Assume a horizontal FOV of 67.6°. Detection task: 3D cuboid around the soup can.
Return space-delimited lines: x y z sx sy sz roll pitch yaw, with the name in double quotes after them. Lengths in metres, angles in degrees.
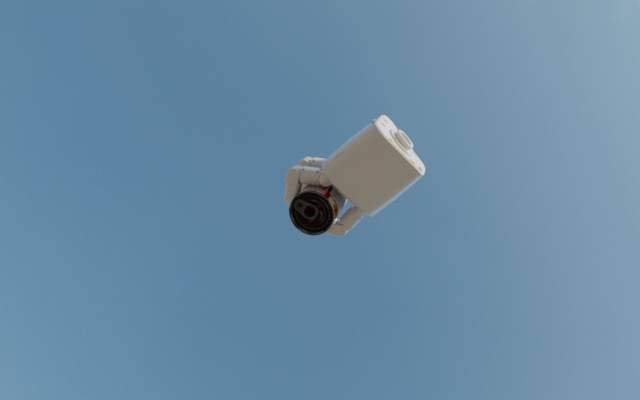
0.000 0.003 0.732 0.068 0.068 0.102 0 19 17 "soup can"
